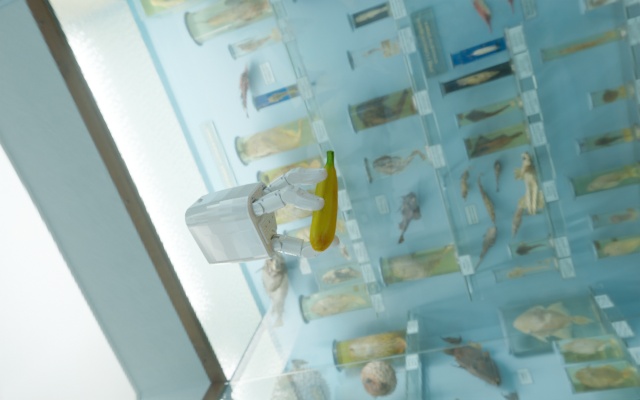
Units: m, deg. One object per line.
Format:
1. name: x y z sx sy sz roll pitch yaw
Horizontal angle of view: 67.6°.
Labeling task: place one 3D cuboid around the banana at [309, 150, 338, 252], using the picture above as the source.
1. banana: 0.004 0.013 0.712 0.037 0.197 0.070 -6 -45 11
